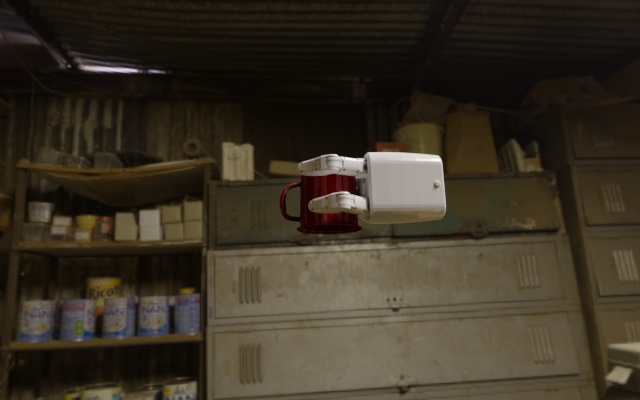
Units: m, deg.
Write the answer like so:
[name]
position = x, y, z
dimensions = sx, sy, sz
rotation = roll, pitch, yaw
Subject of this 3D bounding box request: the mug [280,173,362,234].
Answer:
[mug]
position = -0.001, 0.002, 0.684
dimensions = 0.117, 0.081, 0.093
rotation = 0, -12, -6
